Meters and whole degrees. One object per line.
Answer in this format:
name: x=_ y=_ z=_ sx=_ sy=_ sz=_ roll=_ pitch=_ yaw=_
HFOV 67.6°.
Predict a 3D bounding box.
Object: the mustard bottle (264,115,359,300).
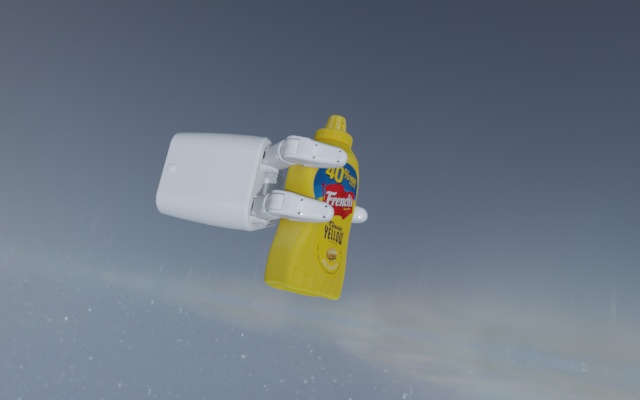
mustard bottle: x=0.000 y=0.002 z=0.498 sx=0.058 sy=0.191 sz=0.096 roll=0 pitch=-17 yaw=37
